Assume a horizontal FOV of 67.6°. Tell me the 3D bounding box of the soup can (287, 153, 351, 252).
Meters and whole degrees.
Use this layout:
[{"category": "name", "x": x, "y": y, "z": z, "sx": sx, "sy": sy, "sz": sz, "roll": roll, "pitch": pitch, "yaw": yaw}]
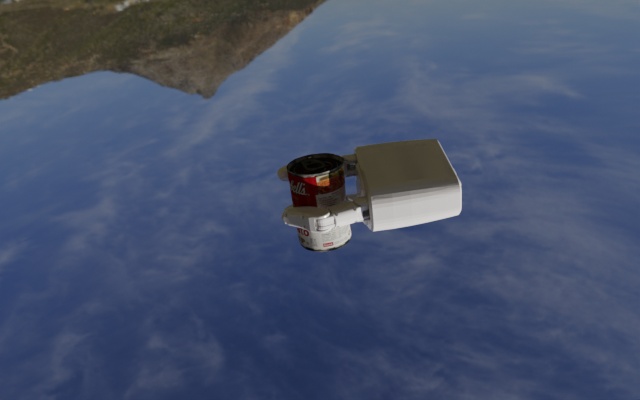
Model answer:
[{"category": "soup can", "x": 0.000, "y": 0.002, "z": 0.577, "sx": 0.068, "sy": 0.102, "sz": 0.068, "roll": -6, "pitch": 25, "yaw": 3}]
